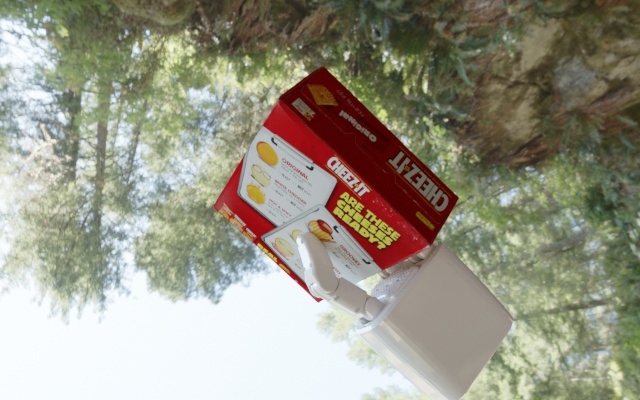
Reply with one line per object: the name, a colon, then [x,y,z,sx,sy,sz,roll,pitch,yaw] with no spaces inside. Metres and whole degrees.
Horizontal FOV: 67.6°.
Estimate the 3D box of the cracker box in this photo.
cracker box: [0.000,0.002,0.465,0.072,0.164,0.214,-48,3,-35]
